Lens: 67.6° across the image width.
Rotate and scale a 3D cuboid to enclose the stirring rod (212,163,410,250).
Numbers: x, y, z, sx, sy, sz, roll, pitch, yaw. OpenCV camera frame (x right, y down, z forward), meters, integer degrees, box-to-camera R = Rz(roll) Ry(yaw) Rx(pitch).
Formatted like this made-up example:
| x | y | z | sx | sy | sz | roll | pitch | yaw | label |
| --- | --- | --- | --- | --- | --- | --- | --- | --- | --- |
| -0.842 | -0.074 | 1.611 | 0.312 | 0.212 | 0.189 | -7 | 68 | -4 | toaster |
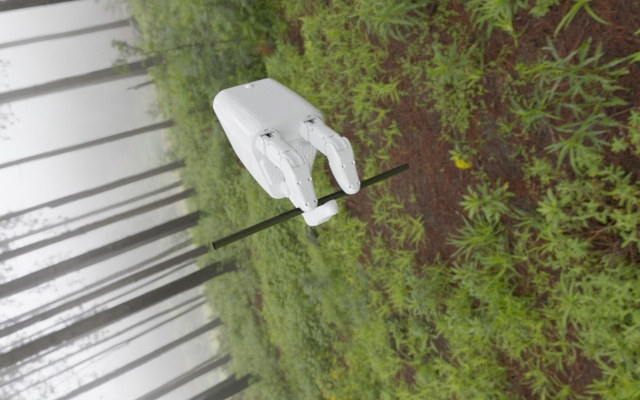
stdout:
| x | y | z | sx | sy | sz | roll | pitch | yaw | label |
| --- | --- | --- | --- | --- | --- | --- | --- | --- | --- |
| 0.000 | 0.002 | 0.501 | 0.239 | 0.011 | 0.011 | -22 | 10 | -26 | stirring rod |
